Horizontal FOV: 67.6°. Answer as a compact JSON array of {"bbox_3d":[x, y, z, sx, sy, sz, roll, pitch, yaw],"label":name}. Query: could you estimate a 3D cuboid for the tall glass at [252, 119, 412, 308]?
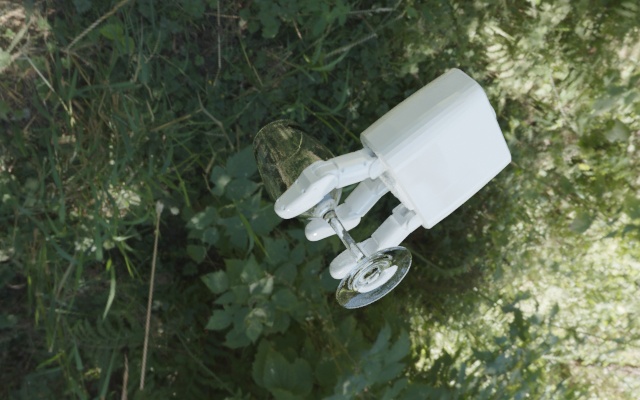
[{"bbox_3d":[0.000,0.002,0.460,0.079,0.079,0.201,0,40,-38],"label":"tall glass"}]
